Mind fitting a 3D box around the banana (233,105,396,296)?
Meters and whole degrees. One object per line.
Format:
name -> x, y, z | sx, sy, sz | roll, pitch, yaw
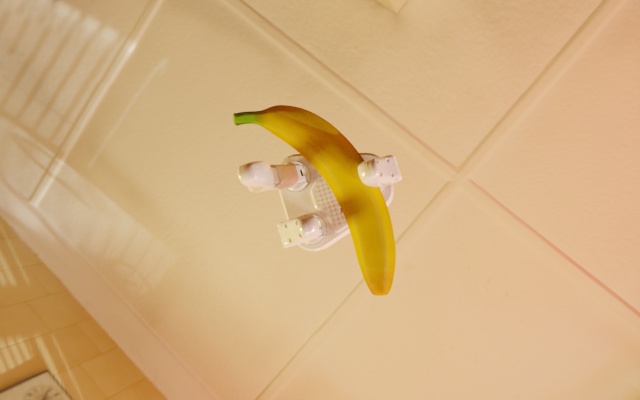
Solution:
banana -> 0.012, -0.013, 0.410 | 0.069, 0.198, 0.037 | -39, -3, -6
